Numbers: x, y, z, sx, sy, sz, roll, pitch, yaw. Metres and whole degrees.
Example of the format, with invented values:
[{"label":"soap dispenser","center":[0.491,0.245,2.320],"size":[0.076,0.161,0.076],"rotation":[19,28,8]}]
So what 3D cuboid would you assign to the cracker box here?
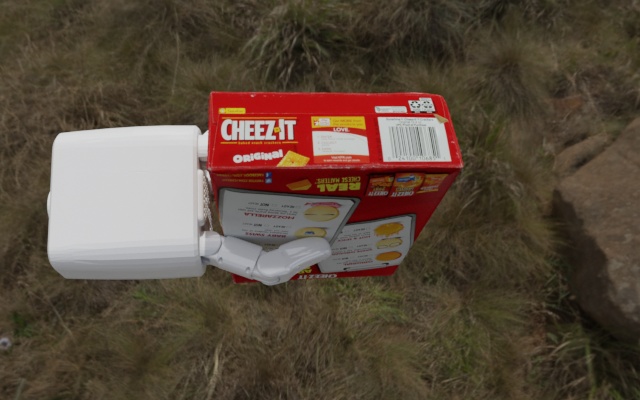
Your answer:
[{"label":"cracker box","center":[0.000,0.001,0.401],"size":[0.164,0.072,0.214],"rotation":[-1,-27,-6]}]
